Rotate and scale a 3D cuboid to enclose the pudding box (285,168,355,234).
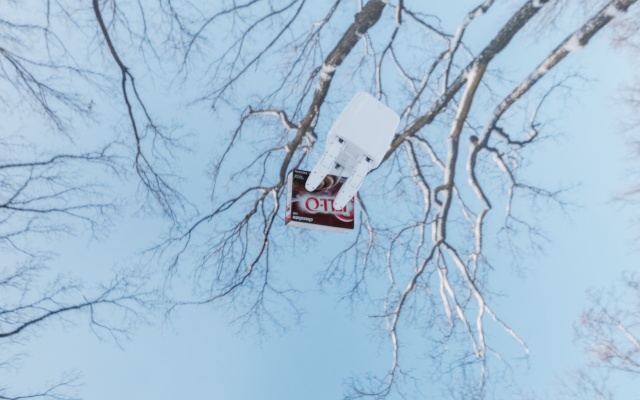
[{"bbox_3d":[0.000,0.003,0.784,0.113,0.090,0.039,8,-21,-17],"label":"pudding box"}]
